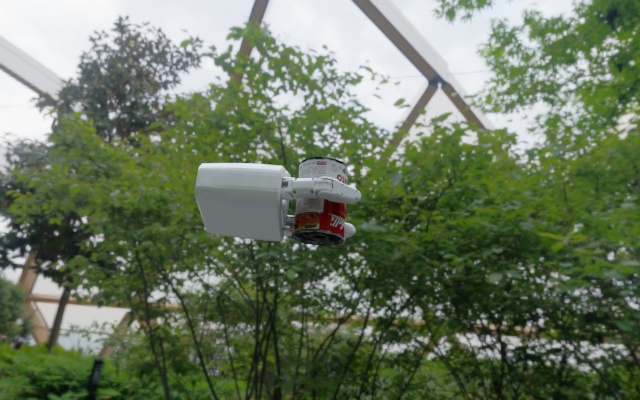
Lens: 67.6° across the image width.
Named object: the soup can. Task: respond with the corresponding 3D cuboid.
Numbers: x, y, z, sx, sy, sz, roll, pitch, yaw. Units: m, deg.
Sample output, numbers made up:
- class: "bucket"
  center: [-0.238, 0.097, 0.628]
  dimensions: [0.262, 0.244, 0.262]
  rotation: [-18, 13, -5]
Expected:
- class: "soup can"
  center: [0.001, 0.002, 0.627]
  dimensions: [0.068, 0.102, 0.068]
  rotation: [4, -19, 2]
